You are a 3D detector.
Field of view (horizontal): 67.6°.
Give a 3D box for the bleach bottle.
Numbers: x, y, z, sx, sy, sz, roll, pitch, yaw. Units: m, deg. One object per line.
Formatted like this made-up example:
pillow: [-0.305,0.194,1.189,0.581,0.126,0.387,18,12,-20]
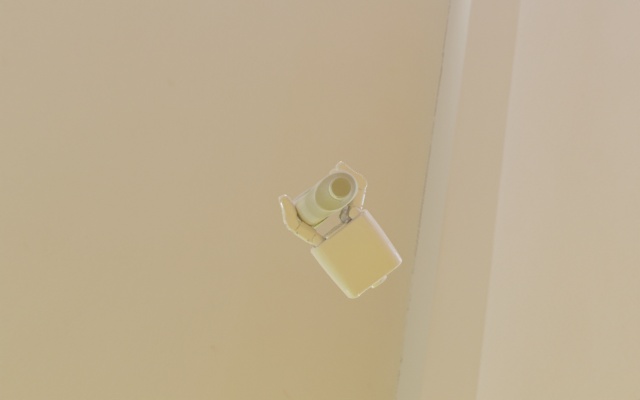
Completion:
bleach bottle: [0.000,0.002,0.785,0.102,0.068,0.251,-38,1,-13]
